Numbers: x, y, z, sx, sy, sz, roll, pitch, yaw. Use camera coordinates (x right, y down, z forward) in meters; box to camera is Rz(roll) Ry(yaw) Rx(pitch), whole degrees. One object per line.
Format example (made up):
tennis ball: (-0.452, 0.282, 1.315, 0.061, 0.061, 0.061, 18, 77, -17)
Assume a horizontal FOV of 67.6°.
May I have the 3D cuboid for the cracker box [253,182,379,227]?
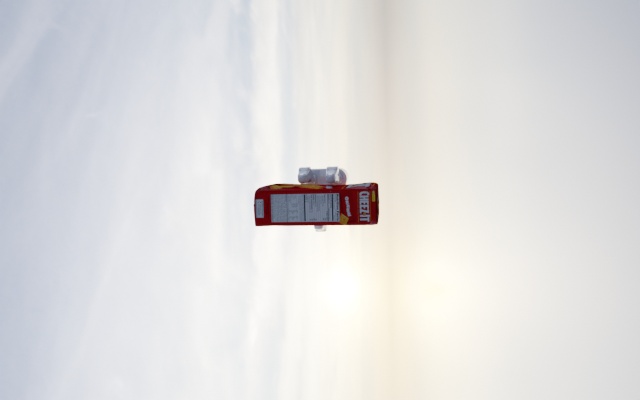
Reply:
cracker box: (0.000, 0.003, 0.883, 0.214, 0.072, 0.164, -1, 5, 8)
